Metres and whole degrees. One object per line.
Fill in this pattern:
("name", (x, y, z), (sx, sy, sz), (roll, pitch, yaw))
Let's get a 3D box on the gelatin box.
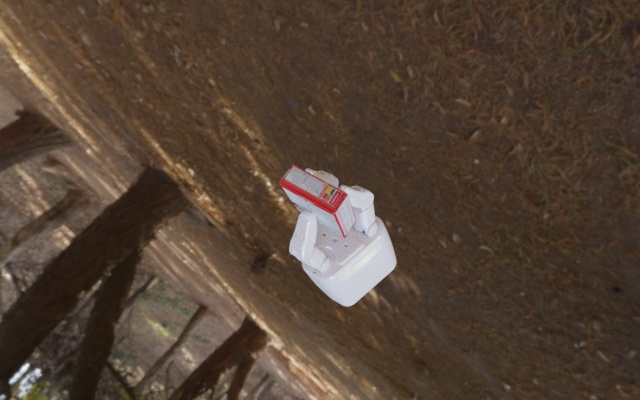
("gelatin box", (0.000, 0.002, 0.544), (0.073, 0.030, 0.089), (30, -12, 21))
